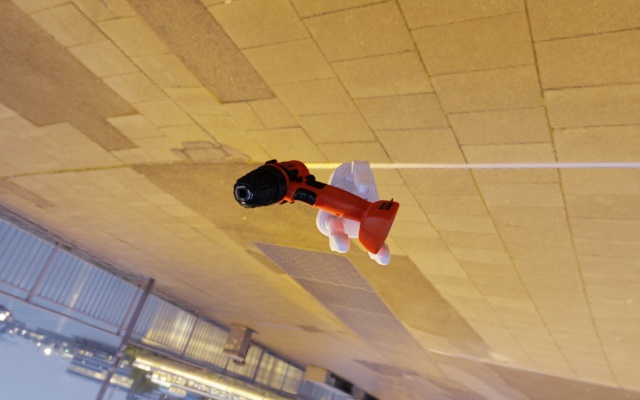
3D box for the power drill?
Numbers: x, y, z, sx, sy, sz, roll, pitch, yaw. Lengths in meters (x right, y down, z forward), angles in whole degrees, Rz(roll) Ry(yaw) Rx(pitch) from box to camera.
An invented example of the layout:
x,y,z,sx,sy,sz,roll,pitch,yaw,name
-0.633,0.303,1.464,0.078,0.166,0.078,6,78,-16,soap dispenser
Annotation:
x,y,z,sx,sy,sz,roll,pitch,yaw,name
0.001,0.002,0.609,0.187,0.057,0.184,24,18,12,power drill
